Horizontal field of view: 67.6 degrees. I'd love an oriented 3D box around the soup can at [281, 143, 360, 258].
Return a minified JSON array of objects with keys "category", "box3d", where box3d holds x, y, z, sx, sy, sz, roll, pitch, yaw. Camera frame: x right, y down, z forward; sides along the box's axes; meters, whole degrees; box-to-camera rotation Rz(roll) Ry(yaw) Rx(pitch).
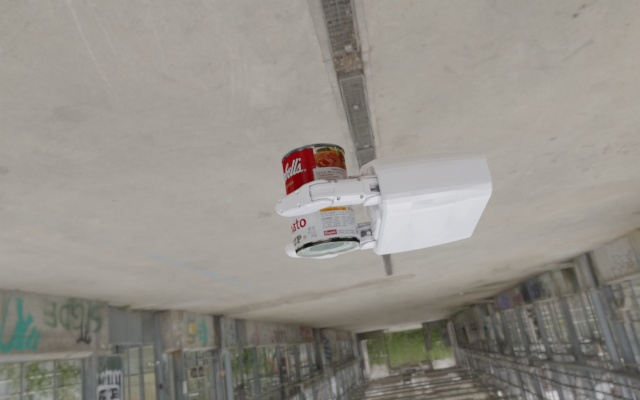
[{"category":"soup can","box3d":[0.000,0.002,0.491,0.068,0.102,0.068,-9,-17,-3]}]
